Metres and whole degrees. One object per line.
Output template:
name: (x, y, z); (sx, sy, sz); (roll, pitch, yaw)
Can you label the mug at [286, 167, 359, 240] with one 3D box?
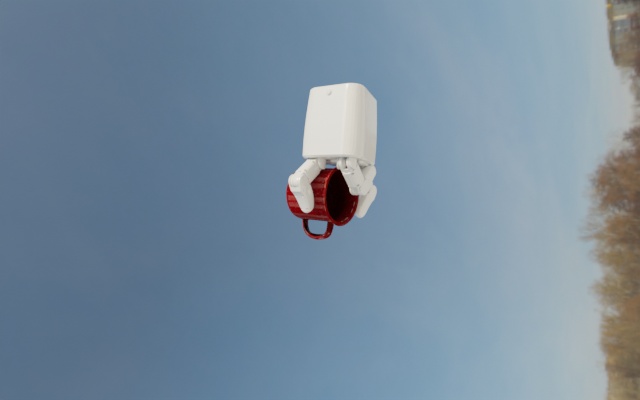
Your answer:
mug: (0.000, 0.004, 0.745); (0.081, 0.117, 0.093); (4, -4, 37)
